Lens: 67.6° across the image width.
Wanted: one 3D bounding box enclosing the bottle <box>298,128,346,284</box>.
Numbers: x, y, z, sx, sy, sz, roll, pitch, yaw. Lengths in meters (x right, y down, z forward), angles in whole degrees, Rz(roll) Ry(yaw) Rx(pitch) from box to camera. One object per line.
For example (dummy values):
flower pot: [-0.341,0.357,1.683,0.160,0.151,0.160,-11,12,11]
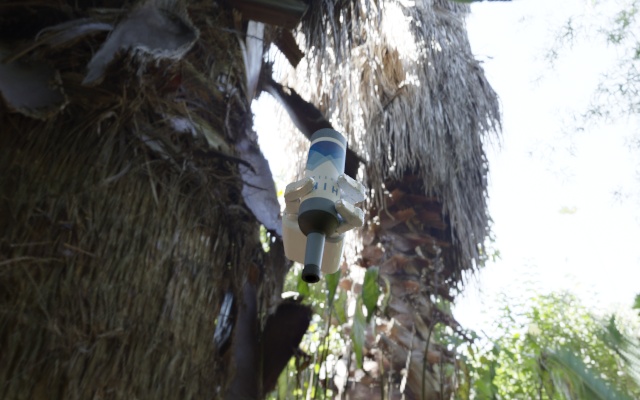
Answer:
bottle: [0.000,0.002,0.782,0.069,0.295,0.069,4,-41,4]
